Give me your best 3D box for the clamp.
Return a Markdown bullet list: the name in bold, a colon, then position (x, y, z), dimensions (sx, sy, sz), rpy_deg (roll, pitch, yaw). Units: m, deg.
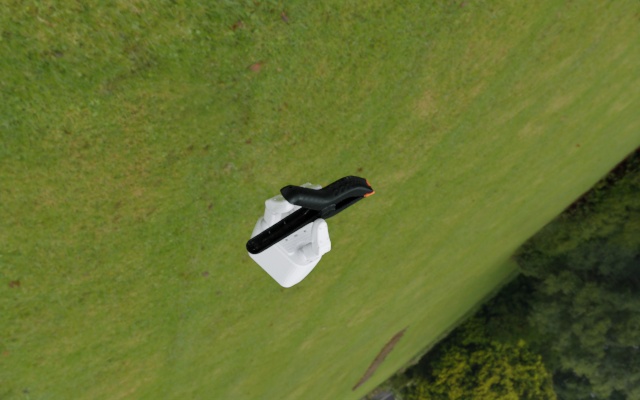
- **clamp**: position (0.001, 0.003, 0.688), dimensions (0.210, 0.036, 0.165), rpy_deg (-23, -18, -30)
